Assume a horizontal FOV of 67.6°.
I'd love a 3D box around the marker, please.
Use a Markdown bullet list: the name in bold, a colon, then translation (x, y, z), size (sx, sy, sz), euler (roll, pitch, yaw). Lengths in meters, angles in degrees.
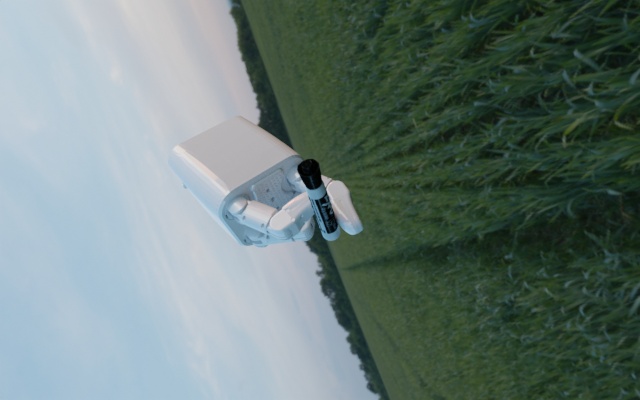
- **marker**: translation (0.000, 0.001, 0.439), size (0.020, 0.020, 0.121), euler (0, -32, 13)
